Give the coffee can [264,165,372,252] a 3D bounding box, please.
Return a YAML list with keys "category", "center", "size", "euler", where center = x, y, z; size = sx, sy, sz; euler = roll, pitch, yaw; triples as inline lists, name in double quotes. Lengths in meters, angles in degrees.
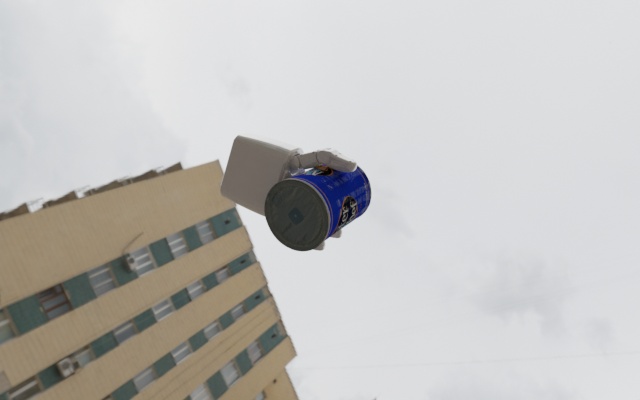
- category: "coffee can"
  center: [0.000, 0.002, 0.700]
  size: [0.103, 0.103, 0.140]
  euler: [0, 16, 31]
